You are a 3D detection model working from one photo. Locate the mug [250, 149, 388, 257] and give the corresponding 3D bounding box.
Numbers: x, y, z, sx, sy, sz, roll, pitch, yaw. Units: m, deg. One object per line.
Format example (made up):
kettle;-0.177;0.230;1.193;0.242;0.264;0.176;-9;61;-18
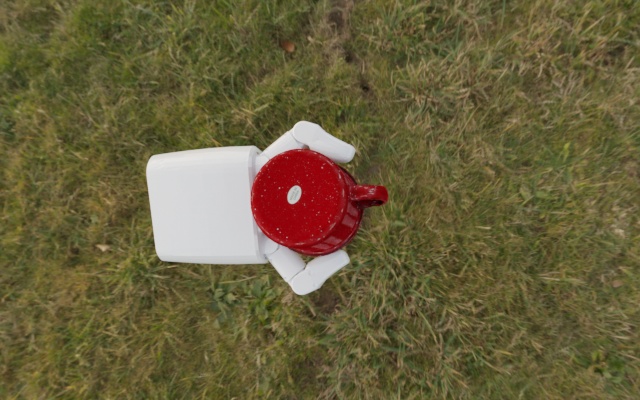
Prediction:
mug;0.001;0.001;0.415;0.117;0.093;0.081;-4;-7;10
